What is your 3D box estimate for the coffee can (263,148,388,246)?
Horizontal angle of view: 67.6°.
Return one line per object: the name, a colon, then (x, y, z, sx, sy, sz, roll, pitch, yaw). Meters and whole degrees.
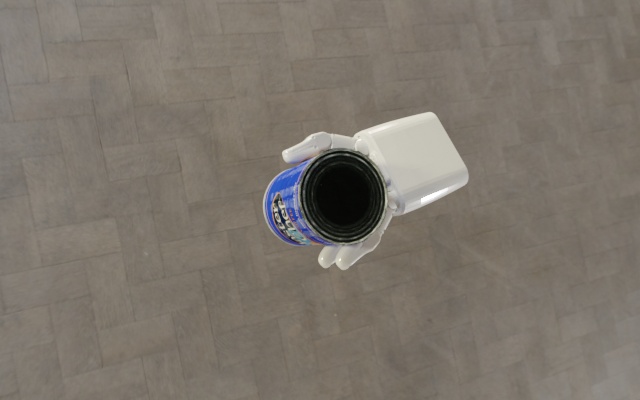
coffee can: (0.000, 0.002, 0.557, 0.103, 0.103, 0.140, 0, -5, -21)
